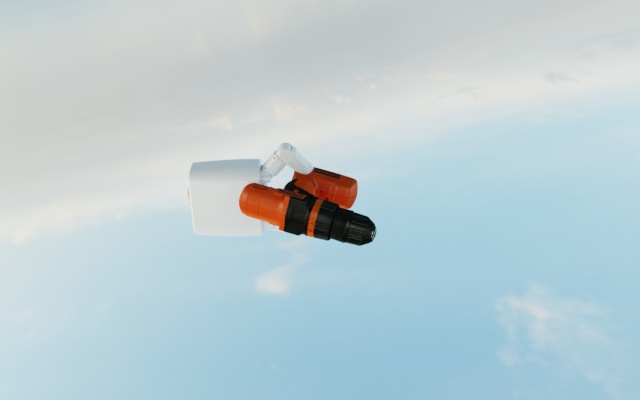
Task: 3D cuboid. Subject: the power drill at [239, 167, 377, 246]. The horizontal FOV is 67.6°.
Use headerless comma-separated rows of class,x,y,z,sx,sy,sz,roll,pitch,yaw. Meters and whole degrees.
power drill,0.000,0.002,0.681,0.184,0.057,0.187,17,16,11
